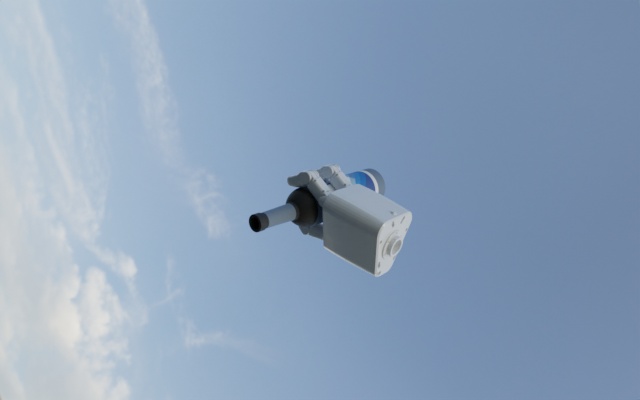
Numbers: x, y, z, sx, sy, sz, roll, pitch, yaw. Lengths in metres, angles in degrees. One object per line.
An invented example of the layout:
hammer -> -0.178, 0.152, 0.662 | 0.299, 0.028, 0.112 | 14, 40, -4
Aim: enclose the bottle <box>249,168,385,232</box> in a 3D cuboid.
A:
bottle -> 0.000, 0.003, 0.800 | 0.069, 0.069, 0.295 | 0, 12, 42
